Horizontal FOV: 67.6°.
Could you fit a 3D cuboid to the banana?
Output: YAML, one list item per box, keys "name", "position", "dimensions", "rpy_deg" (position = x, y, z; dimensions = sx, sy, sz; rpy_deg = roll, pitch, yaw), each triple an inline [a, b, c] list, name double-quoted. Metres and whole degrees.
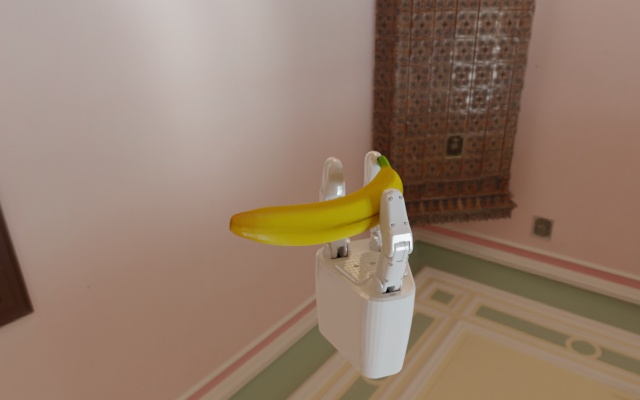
- name: "banana"
  position: [0.015, 0.008, 0.440]
  dimensions: [0.198, 0.037, 0.069]
  rpy_deg: [-22, 37, -37]
